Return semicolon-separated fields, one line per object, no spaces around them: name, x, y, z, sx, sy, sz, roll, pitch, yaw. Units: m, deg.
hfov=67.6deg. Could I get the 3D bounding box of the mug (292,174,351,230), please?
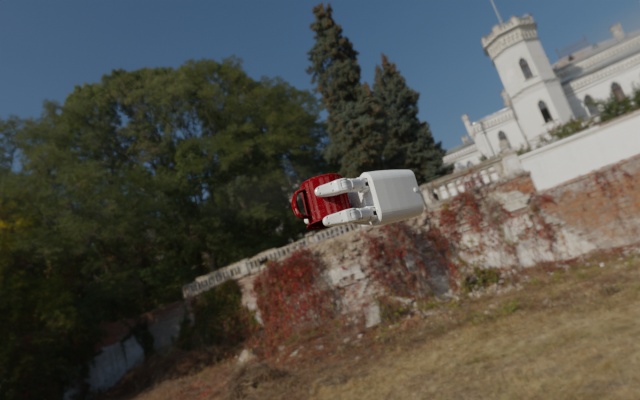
mug;-0.001;0.003;0.868;0.117;0.081;0.093;-7;-16;-30
